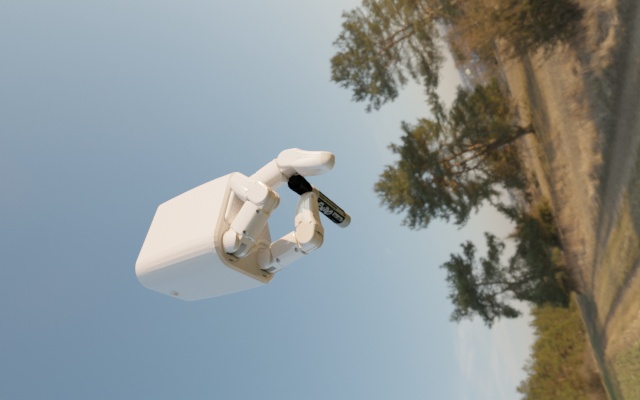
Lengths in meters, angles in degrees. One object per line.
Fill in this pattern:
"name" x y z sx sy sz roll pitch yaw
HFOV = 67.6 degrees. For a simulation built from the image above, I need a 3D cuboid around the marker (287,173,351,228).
"marker" 0.000 0.002 0.525 0.020 0.020 0.121 0 -22 31
